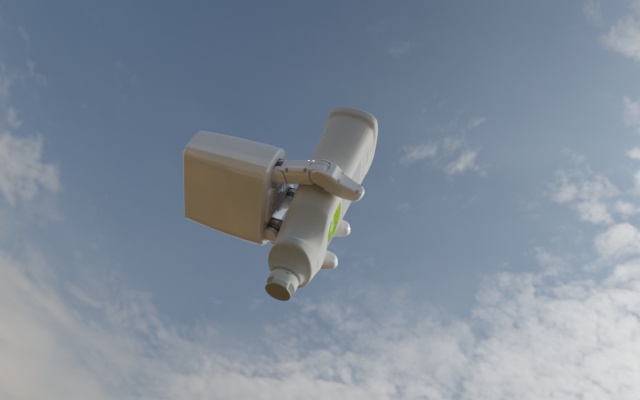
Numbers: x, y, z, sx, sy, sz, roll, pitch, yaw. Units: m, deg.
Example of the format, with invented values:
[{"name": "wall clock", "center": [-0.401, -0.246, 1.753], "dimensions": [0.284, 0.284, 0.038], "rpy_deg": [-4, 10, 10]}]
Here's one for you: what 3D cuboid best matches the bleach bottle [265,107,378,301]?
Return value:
[{"name": "bleach bottle", "center": [0.000, 0.002, 0.551], "dimensions": [0.068, 0.103, 0.250], "rpy_deg": [16, 47, 13]}]
